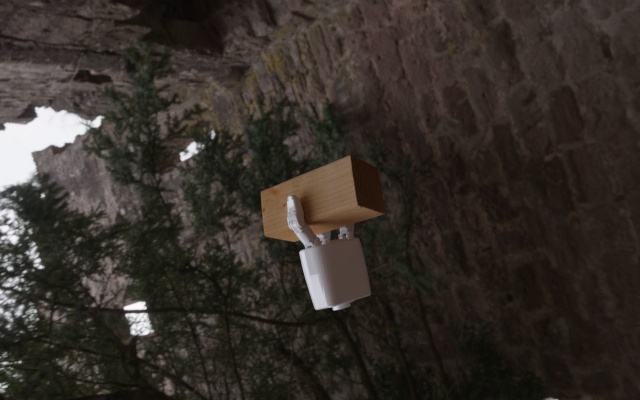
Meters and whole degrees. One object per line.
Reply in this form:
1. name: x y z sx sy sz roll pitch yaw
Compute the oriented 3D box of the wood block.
1. wood block: 0.000 0.003 0.856 0.206 0.090 0.091 -20 -22 33
